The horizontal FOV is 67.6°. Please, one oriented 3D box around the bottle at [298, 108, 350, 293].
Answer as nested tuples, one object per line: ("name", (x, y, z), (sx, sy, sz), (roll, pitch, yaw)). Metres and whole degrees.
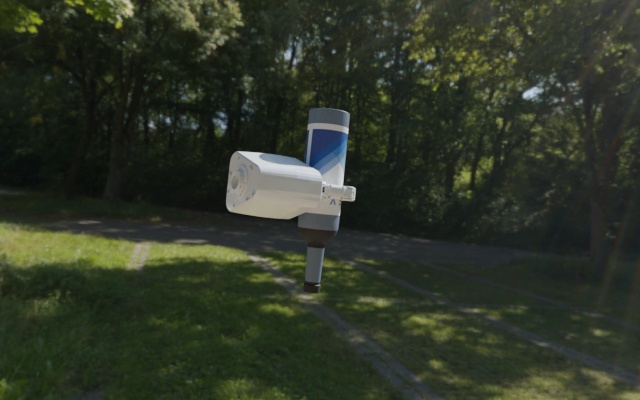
("bottle", (0.000, 0.002, 0.779), (0.069, 0.295, 0.069), (6, -1, 0))
